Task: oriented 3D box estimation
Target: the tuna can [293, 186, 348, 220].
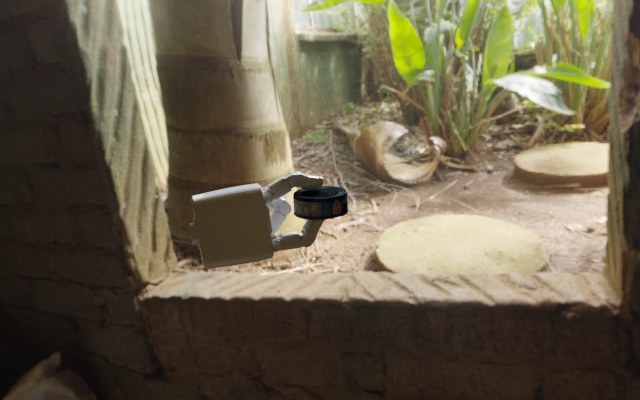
[{"bbox_3d":[0.000,0.002,0.741,0.086,0.034,0.086,-3,14,1],"label":"tuna can"}]
